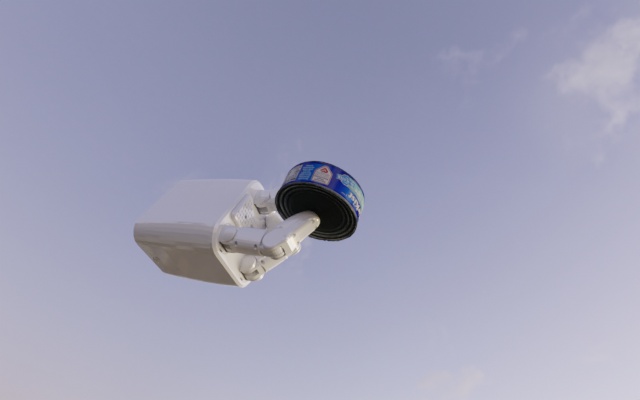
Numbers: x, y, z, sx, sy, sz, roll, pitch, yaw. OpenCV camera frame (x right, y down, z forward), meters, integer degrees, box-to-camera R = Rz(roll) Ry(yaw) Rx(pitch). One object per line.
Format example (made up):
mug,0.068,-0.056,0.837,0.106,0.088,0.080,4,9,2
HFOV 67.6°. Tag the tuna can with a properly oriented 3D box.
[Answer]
tuna can,0.000,0.001,0.477,0.086,0.033,0.086,15,-38,12
